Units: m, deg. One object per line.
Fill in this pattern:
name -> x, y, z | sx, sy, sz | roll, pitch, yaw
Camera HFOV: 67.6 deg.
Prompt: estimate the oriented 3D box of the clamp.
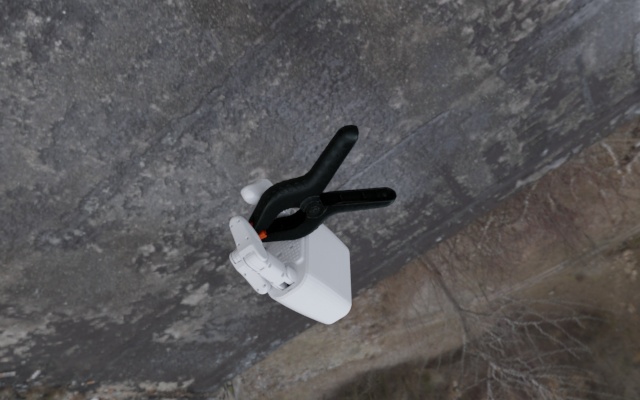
clamp -> 0.000, 0.002, 0.532 | 0.171, 0.039, 0.120 | -34, -56, 17
